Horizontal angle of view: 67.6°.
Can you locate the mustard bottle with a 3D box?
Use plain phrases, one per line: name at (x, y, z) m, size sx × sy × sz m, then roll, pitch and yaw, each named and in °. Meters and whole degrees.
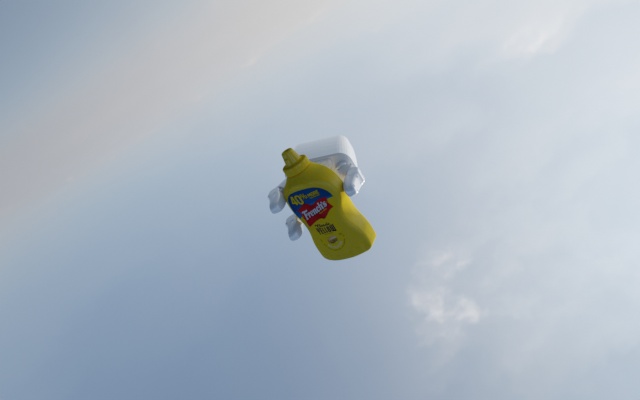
mustard bottle at (0.000, 0.003, 0.722) m, size 0.096 × 0.192 × 0.058 m, roll -16°, pitch 27°, yaw 37°
